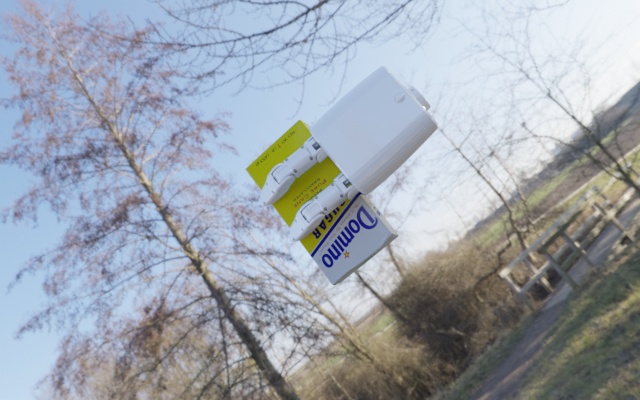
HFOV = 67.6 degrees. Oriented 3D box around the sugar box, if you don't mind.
[{"bbox_3d":[0.000,0.002,0.563,0.093,0.176,0.048,-41,-15,11],"label":"sugar box"}]
